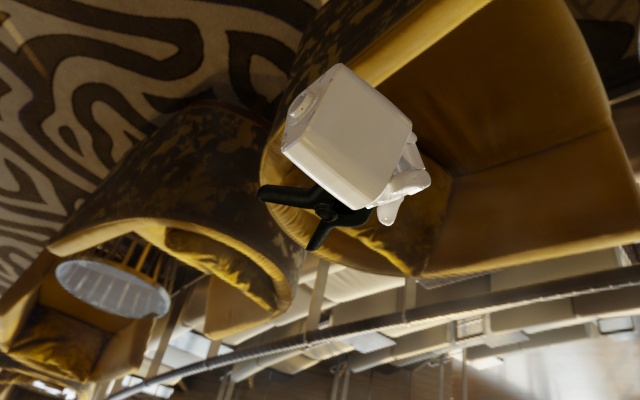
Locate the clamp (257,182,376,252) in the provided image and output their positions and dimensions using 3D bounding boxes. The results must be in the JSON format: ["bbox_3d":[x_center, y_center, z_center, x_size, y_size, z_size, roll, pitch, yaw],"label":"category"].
[{"bbox_3d":[0.000,0.002,0.600,0.120,0.039,0.171,38,-45,-22],"label":"clamp"}]
